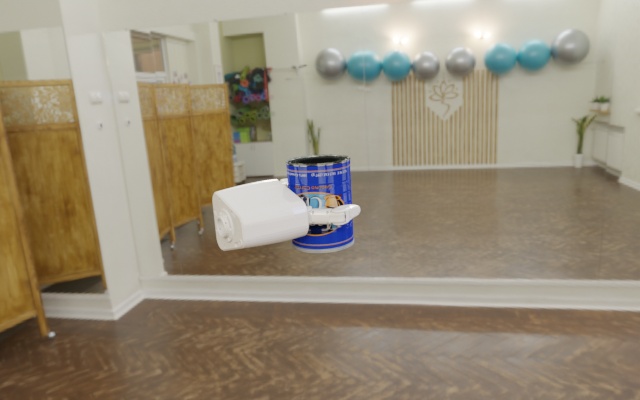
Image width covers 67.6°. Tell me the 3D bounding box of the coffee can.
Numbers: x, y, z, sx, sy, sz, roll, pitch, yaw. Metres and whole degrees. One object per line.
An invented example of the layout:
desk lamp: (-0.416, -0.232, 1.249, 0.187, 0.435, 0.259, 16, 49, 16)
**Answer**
coffee can: (0.000, 0.003, 0.766, 0.103, 0.140, 0.102, -3, 13, 1)
